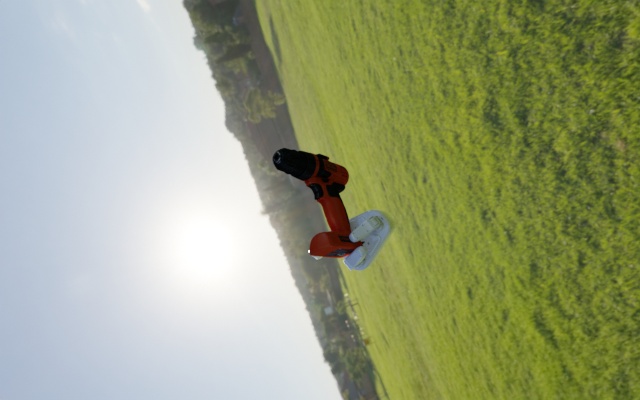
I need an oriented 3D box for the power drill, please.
[{"bbox_3d":[0.000,0.003,0.836,0.057,0.187,0.184,-28,-25,35],"label":"power drill"}]
